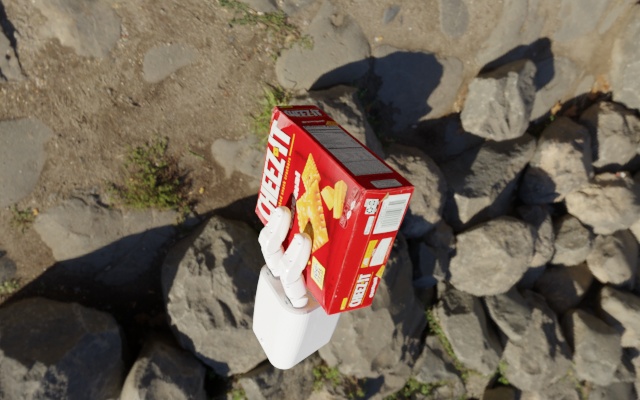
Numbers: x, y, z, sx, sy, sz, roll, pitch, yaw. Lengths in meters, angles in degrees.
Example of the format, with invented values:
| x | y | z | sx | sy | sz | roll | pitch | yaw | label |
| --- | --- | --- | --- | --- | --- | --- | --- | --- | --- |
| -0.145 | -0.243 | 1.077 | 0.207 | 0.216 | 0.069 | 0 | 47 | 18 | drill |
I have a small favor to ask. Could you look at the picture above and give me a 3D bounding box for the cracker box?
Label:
| x | y | z | sx | sy | sz | roll | pitch | yaw | label |
| --- | --- | --- | --- | --- | --- | --- | --- | --- | --- |
| 0.000 | 0.002 | 0.573 | 0.072 | 0.164 | 0.213 | -5 | 35 | -32 | cracker box |
